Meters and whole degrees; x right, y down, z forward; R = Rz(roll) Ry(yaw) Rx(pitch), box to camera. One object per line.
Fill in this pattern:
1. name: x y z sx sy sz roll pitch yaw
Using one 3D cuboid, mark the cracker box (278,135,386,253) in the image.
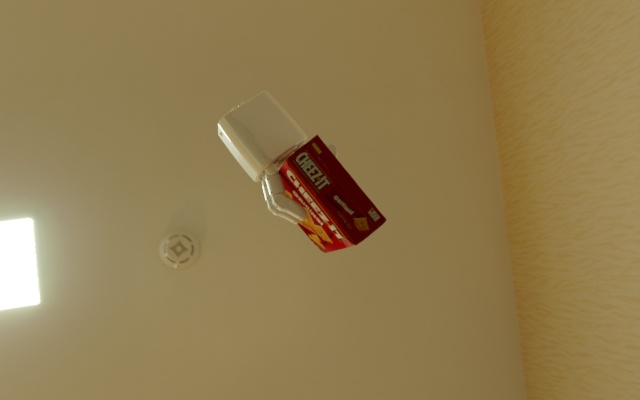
1. cracker box: 0.000 0.002 0.788 0.072 0.164 0.214 -40 1 -15
